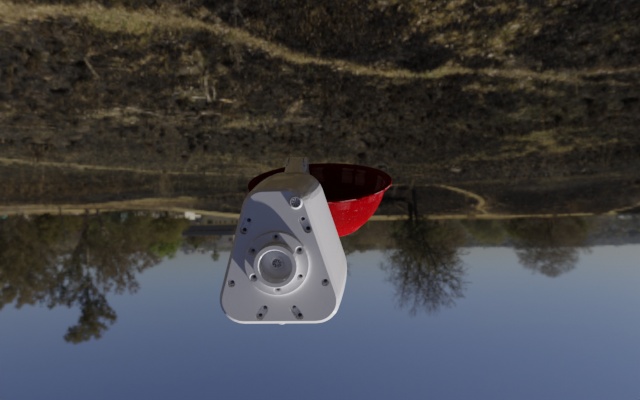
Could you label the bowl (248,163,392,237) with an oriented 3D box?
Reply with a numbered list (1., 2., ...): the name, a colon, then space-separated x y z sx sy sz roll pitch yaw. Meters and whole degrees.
1. bowl: 0.001 0.002 0.547 0.162 0.055 0.162 -2 18 1
